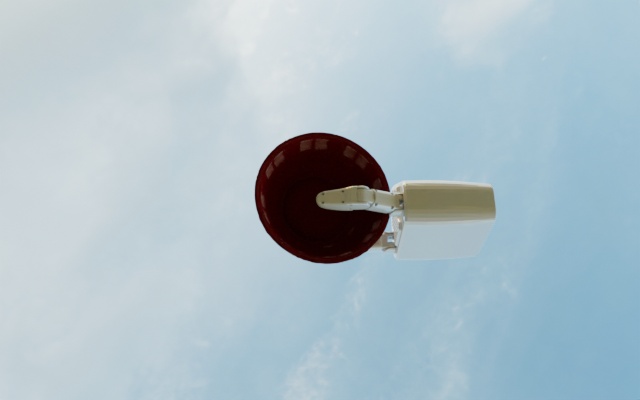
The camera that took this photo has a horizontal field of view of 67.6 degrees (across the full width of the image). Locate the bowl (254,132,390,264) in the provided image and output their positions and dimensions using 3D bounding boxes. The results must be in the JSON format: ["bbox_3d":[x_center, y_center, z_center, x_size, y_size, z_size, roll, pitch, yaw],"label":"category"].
[{"bbox_3d":[-0.001,0.002,0.575,0.162,0.162,0.055,0,-19,-11],"label":"bowl"}]
